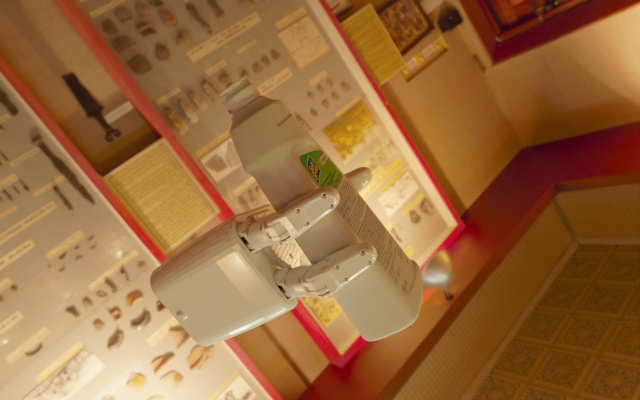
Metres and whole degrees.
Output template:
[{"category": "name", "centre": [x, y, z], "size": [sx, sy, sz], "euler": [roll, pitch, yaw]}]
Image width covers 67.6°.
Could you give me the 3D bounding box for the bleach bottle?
[{"category": "bleach bottle", "centre": [0.000, 0.001, 0.429], "size": [0.068, 0.251, 0.102], "euler": [-30, 14, 21]}]
